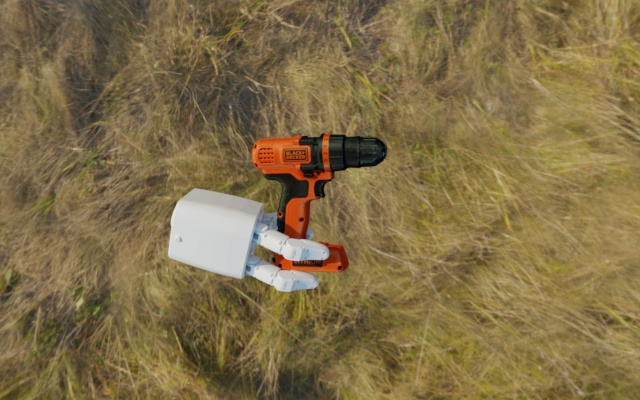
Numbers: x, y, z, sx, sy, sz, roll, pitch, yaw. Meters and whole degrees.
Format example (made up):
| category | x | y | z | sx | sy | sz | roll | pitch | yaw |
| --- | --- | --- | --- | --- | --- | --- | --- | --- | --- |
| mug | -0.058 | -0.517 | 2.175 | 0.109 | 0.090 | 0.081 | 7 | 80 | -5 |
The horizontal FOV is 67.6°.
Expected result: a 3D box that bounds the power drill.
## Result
| category | x | y | z | sx | sy | sz | roll | pitch | yaw |
| --- | --- | --- | --- | --- | --- | --- | --- | --- | --- |
| power drill | 0.000 | 0.003 | 0.660 | 0.184 | 0.187 | 0.057 | 0 | 7 | 13 |
